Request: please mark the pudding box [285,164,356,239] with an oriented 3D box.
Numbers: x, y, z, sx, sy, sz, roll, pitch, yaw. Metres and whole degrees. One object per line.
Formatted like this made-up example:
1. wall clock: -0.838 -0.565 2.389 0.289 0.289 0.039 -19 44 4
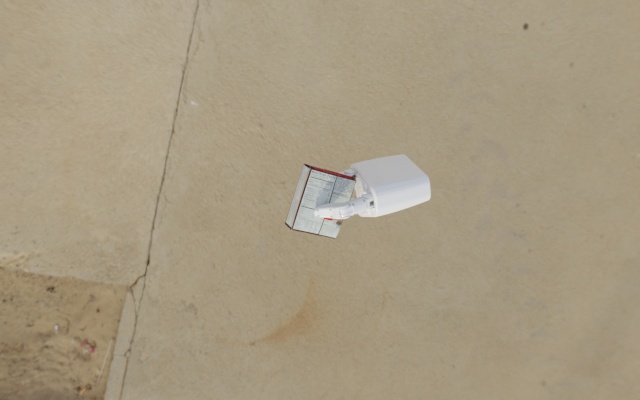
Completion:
1. pudding box: 0.000 0.003 0.811 0.090 0.113 0.039 14 9 -24
